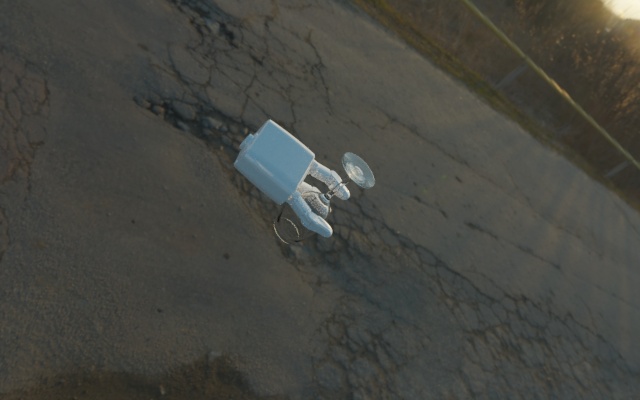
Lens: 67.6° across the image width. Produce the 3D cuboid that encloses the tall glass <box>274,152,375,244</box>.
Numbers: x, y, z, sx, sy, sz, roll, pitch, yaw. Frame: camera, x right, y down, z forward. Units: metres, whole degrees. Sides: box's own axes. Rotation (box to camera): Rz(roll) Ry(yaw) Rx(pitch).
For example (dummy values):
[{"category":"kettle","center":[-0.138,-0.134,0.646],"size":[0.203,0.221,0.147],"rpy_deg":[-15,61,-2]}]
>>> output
[{"category":"tall glass","center":[0.001,0.003,0.855],"size":[0.079,0.079,0.201],"rpy_deg":[0,-33,-50]}]
